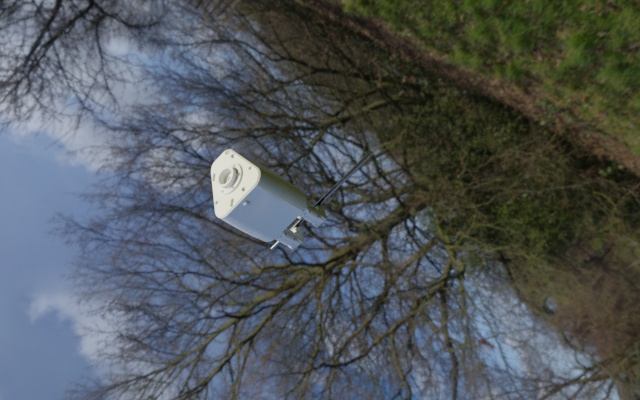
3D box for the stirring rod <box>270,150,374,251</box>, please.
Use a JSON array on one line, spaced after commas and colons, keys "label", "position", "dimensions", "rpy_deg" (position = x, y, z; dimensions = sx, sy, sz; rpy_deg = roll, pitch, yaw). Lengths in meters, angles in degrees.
[{"label": "stirring rod", "position": [0.000, 0.003, 0.804], "dimensions": [0.239, 0.011, 0.011], "rpy_deg": [-44, -12, 12]}]
